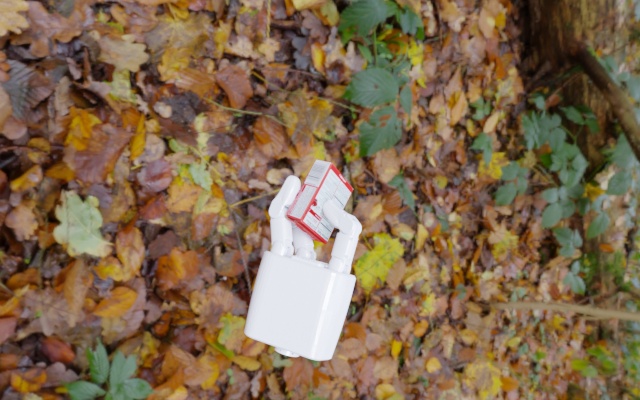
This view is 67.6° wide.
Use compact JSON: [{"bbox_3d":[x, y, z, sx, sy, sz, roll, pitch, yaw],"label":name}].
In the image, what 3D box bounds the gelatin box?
[{"bbox_3d":[0.001,0.002,0.626,0.030,0.089,0.073,18,-16,35],"label":"gelatin box"}]
